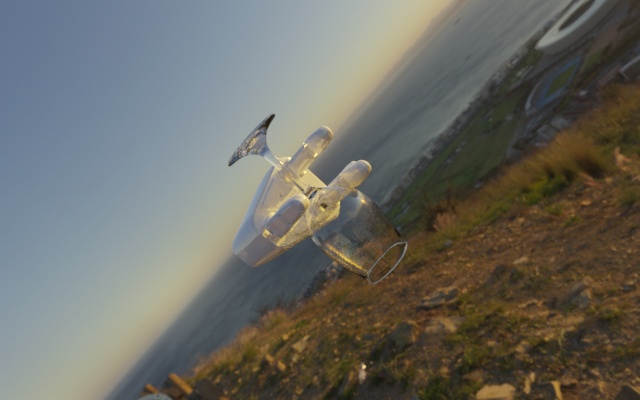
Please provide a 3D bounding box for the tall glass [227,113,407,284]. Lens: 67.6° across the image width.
[{"bbox_3d":[0.000,0.001,0.514,0.201,0.079,0.079,42,-4,-5],"label":"tall glass"}]
